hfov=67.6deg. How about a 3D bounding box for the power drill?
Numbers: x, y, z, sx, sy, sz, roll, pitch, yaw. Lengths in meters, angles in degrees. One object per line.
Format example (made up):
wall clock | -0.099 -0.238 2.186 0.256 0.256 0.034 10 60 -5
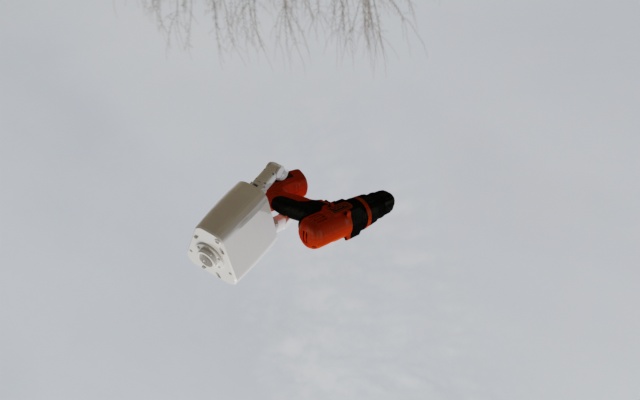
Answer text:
power drill | 0.000 0.002 0.762 0.184 0.057 0.187 -20 30 -39
